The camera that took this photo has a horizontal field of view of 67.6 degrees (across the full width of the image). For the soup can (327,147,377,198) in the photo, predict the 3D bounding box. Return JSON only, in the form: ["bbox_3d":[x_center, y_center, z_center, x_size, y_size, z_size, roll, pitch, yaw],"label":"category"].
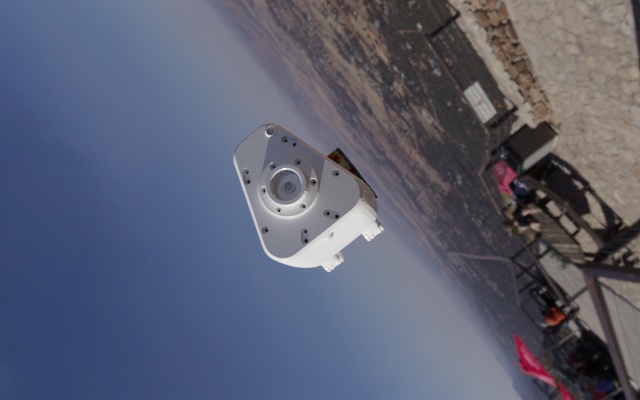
[{"bbox_3d":[0.000,0.002,0.508,0.102,0.068,0.068,-39,-3,4],"label":"soup can"}]
